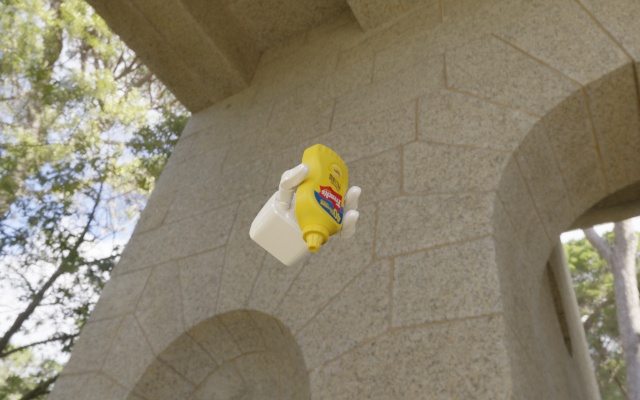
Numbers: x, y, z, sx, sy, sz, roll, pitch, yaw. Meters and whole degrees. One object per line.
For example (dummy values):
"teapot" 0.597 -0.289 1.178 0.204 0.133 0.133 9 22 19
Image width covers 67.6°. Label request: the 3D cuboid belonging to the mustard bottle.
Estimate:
"mustard bottle" 0.000 0.002 0.784 0.058 0.191 0.096 -20 -49 30
